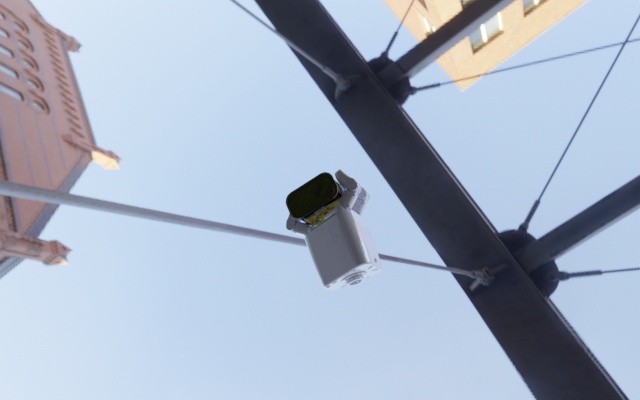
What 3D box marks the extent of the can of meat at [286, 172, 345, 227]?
[{"bbox_3d":[0.000,0.003,0.890,0.102,0.057,0.084,-32,-28,13],"label":"can of meat"}]
